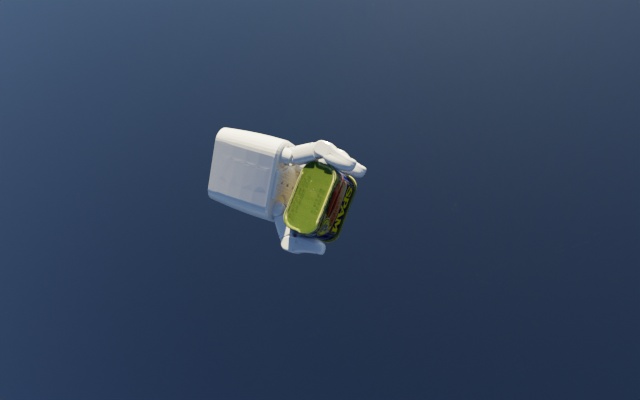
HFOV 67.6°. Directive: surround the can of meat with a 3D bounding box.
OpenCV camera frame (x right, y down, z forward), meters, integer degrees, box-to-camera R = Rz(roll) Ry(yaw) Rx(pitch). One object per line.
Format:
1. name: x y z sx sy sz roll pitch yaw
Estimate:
1. can of meat: 0.000 0.002 0.651 0.057 0.102 0.084 20 -2 23
